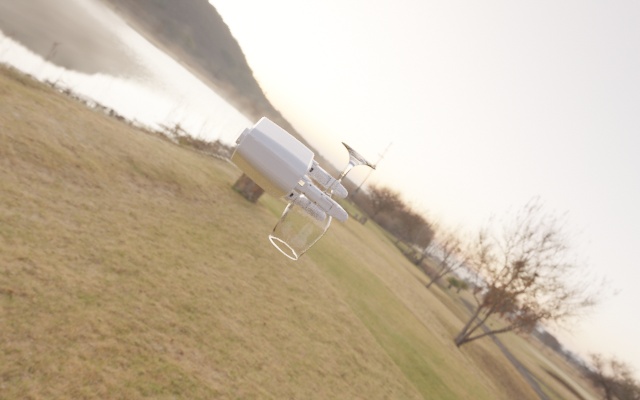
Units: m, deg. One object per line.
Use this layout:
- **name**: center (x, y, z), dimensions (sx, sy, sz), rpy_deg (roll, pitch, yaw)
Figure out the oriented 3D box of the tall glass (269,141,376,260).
- **tall glass**: center (0.001, 0.002, 0.791), dimensions (0.079, 0.201, 0.079), rpy_deg (39, 3, -3)
